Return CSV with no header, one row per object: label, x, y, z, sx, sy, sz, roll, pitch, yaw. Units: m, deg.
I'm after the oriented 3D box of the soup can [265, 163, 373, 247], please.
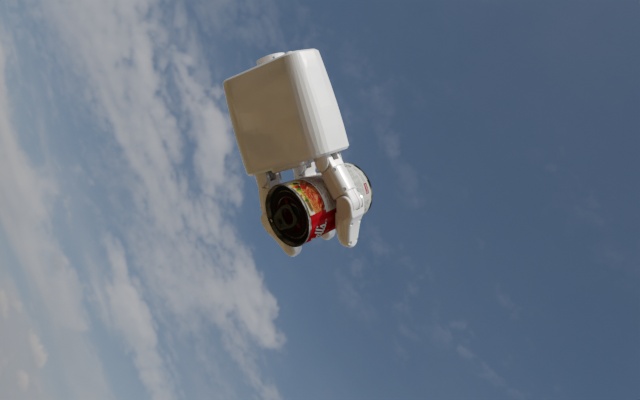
soup can,0.000,0.002,0.523,0.102,0.068,0.068,-22,15,-41
